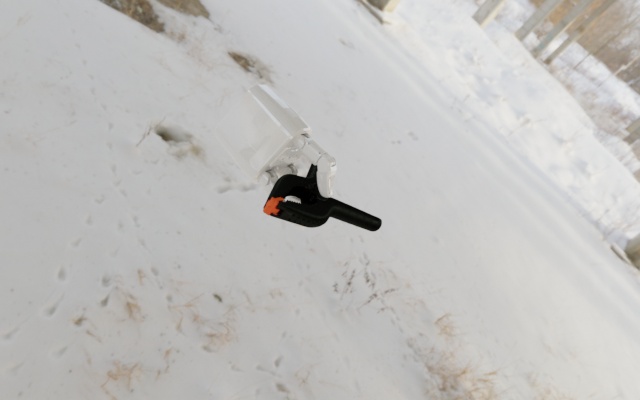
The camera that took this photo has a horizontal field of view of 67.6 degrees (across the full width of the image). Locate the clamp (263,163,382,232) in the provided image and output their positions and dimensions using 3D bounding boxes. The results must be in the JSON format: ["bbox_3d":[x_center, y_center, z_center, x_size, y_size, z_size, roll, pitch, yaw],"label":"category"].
[{"bbox_3d":[0.000,0.002,0.716,0.036,0.164,0.210,-52,-16,29],"label":"clamp"}]
